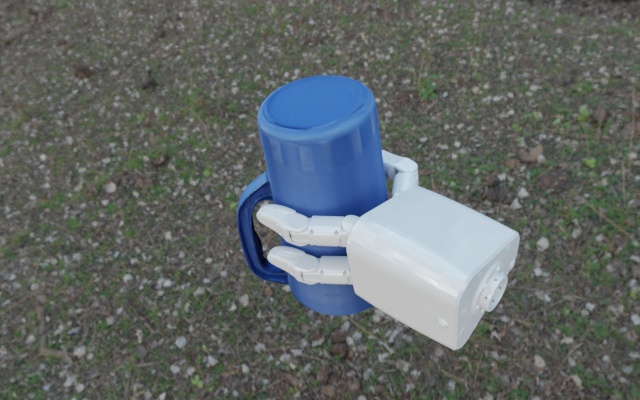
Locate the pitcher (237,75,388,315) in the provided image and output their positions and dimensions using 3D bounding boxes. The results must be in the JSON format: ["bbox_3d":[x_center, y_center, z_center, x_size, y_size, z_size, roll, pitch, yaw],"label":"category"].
[{"bbox_3d":[0.000,0.002,0.503,0.145,0.243,0.149,27,53,34],"label":"pitcher"}]
